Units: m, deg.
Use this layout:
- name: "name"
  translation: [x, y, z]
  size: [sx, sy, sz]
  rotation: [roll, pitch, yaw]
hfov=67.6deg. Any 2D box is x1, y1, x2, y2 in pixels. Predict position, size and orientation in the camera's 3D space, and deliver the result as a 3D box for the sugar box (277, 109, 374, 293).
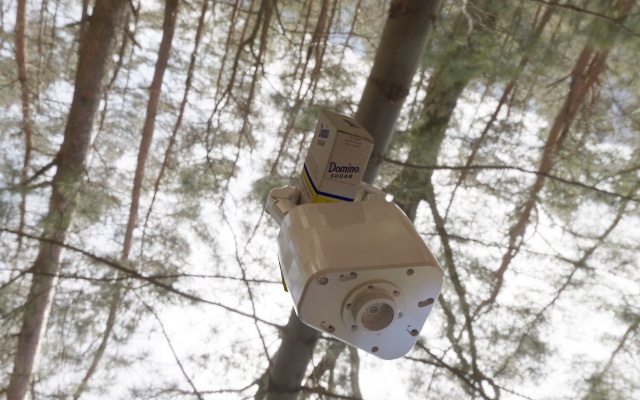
- name: "sugar box"
  translation: [0.001, 0.002, 0.501]
  size: [0.048, 0.176, 0.093]
  rotation: [15, 20, -16]
